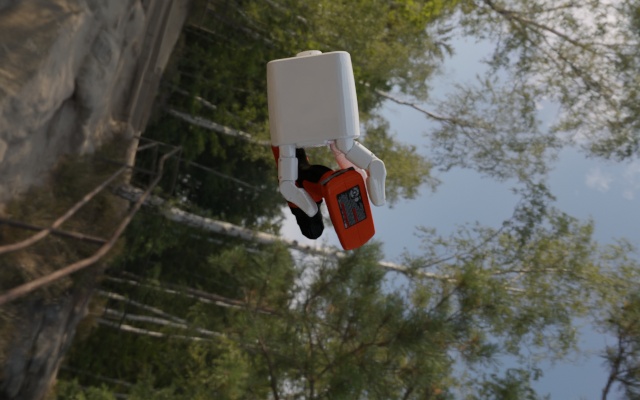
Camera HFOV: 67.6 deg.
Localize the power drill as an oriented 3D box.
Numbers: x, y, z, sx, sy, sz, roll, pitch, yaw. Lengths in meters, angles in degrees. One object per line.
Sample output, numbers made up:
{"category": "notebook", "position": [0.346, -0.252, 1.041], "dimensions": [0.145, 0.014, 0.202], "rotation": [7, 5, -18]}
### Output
{"category": "power drill", "position": [0.000, 0.002, 0.686], "dimensions": [0.057, 0.184, 0.187], "rotation": [-29, 29, -20]}
